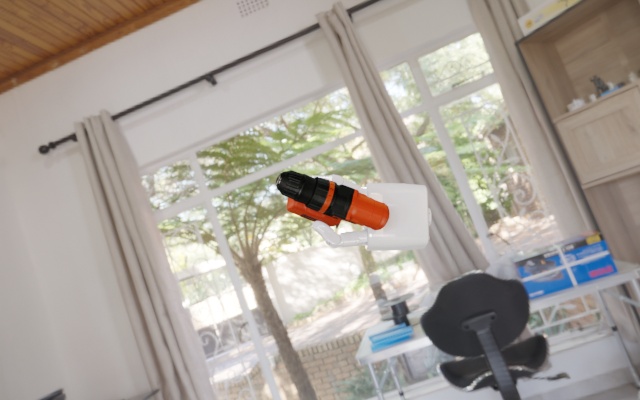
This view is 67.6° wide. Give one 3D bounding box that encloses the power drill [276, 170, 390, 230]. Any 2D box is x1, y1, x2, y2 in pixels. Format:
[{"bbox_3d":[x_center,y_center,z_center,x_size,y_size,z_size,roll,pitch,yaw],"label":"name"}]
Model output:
[{"bbox_3d":[0.000,0.003,0.791,0.184,0.057,0.187,22,-7,-14],"label":"power drill"}]
